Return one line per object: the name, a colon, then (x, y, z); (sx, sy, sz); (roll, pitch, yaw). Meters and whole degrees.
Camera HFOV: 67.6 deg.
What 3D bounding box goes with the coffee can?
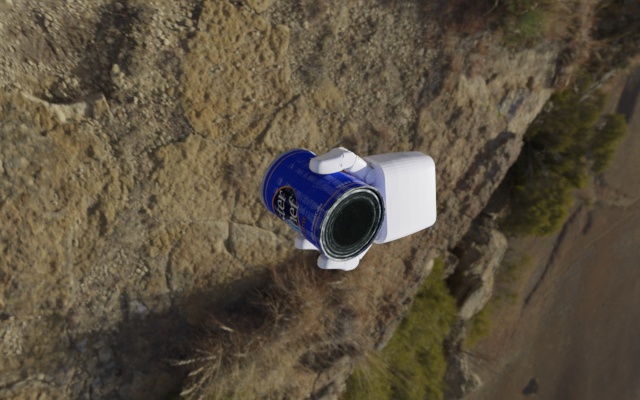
coffee can: (0.000, 0.002, 0.625); (0.103, 0.103, 0.140); (0, 23, -40)
